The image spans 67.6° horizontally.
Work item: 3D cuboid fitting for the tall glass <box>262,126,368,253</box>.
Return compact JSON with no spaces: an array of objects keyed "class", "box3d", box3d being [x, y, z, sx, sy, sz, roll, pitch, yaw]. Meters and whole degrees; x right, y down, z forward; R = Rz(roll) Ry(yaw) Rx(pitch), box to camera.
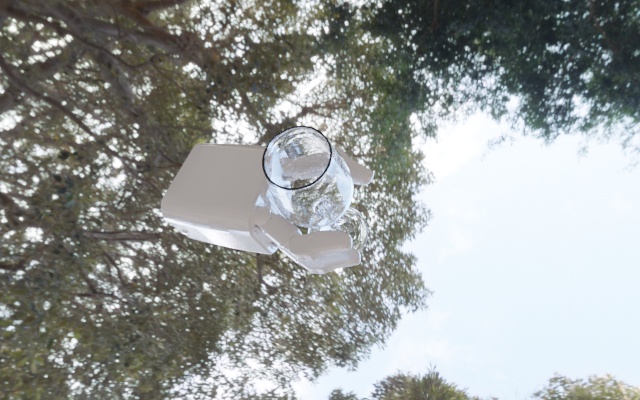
[{"class":"tall glass","box3d":[0.000,0.002,0.493,0.079,0.079,0.201,0,-23,13]}]
